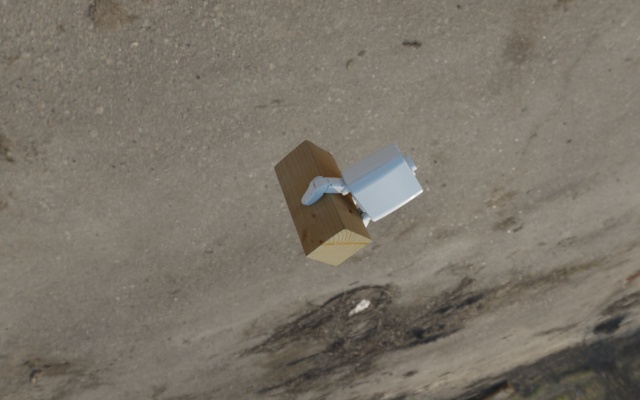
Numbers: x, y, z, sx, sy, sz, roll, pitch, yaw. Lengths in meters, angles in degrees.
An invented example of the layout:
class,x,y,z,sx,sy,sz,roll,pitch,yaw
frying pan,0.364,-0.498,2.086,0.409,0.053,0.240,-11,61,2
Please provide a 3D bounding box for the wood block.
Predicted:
class,x,y,z,sx,sy,sz,roll,pitch,yaw
wood block,0.000,0.003,0.874,0.090,0.206,0.091,-38,-36,22
